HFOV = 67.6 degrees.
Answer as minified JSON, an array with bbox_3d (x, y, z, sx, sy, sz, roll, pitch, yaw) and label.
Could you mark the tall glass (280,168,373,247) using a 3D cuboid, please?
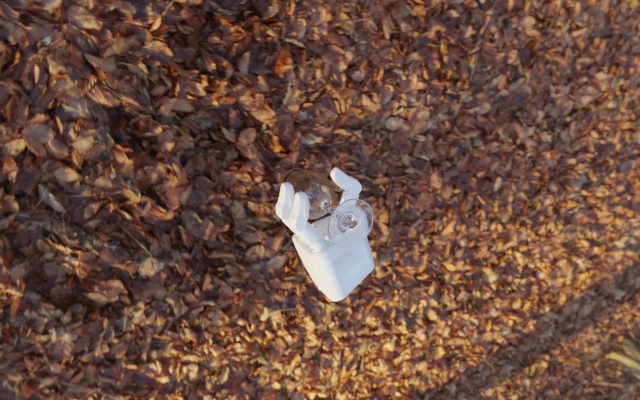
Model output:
[{"bbox_3d":[0.000,0.003,0.762,0.079,0.079,0.201,0,18,-28],"label":"tall glass"}]
